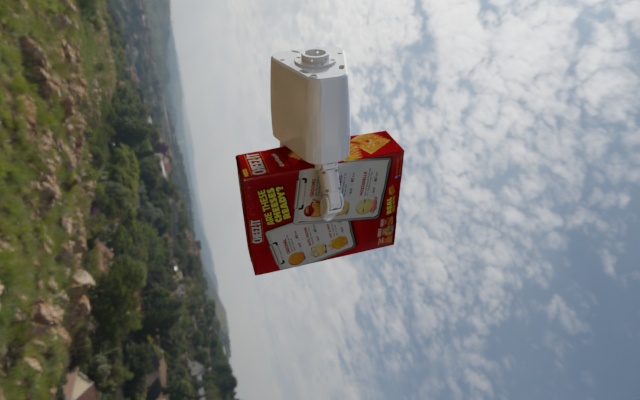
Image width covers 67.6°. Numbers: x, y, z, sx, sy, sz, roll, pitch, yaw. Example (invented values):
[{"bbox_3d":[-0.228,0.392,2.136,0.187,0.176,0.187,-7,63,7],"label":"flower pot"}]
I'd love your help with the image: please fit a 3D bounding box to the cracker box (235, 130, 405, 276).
[{"bbox_3d":[0.000,0.002,0.661,0.213,0.164,0.072,-11,37,-14],"label":"cracker box"}]
